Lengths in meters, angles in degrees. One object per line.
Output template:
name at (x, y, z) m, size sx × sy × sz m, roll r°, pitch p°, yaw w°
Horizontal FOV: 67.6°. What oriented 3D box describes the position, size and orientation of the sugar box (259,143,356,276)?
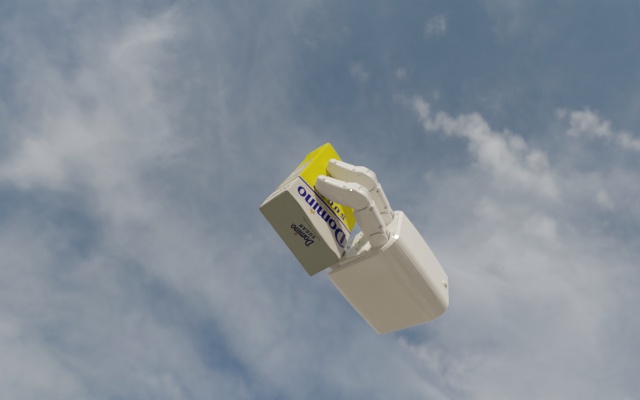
sugar box at (0.001, 0.002, 0.554) m, size 0.048 × 0.093 × 0.176 m, roll -32°, pitch 12°, yaw 22°
